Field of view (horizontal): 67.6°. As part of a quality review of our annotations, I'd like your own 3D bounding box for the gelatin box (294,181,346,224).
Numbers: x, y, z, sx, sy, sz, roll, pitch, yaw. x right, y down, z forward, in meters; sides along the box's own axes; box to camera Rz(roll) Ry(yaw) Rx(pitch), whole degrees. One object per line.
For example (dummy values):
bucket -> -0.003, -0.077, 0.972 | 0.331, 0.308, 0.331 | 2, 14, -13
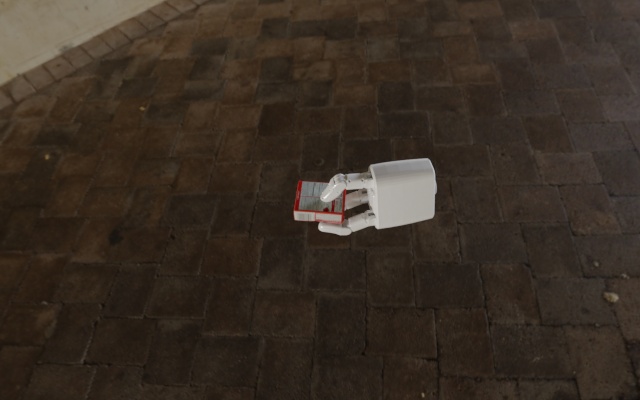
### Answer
gelatin box -> 0.000, 0.002, 0.855 | 0.089, 0.073, 0.030 | 4, -41, 2
